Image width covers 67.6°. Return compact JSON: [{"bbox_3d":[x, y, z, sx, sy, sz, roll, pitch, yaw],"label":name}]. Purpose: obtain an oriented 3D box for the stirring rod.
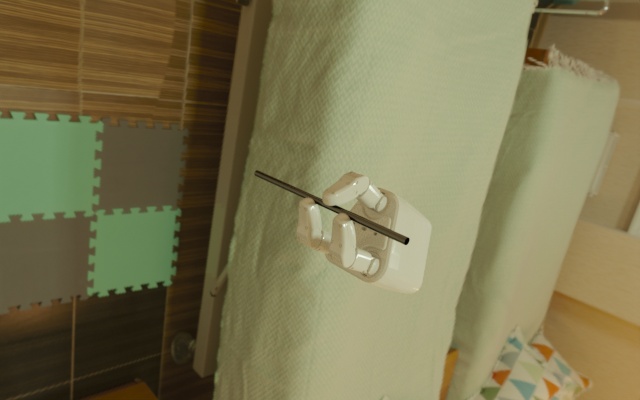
[{"bbox_3d":[0.000,0.002,0.530,0.011,0.011,0.239,0,18,-45],"label":"stirring rod"}]
